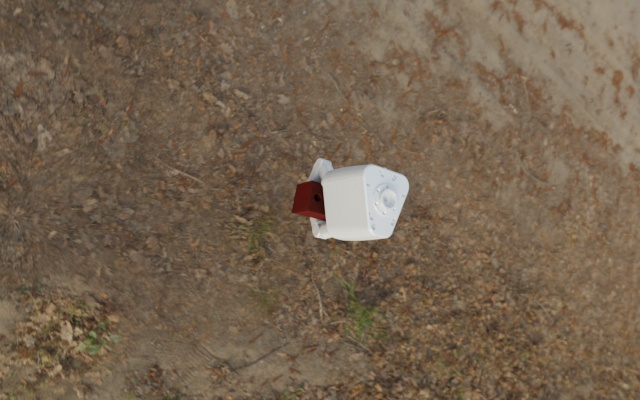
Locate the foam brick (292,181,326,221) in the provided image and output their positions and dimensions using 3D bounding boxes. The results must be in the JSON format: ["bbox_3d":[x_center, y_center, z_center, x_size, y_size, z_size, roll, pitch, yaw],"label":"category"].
[{"bbox_3d":[0.000,0.003,0.814,0.078,0.053,0.051,15,-14,-31],"label":"foam brick"}]
